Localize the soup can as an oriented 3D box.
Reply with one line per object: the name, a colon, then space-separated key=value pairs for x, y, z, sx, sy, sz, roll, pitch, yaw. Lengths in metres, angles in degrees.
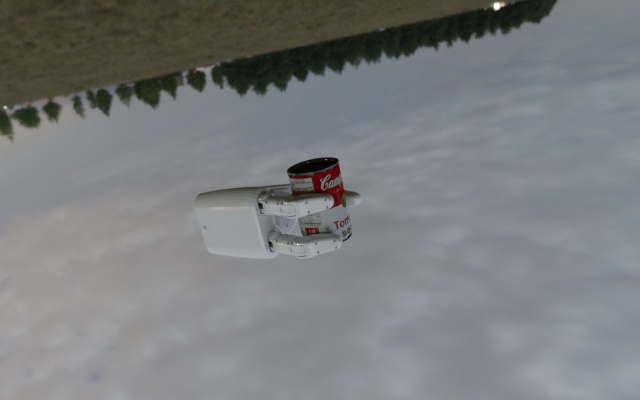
soup can: x=0.001 y=0.002 z=0.622 sx=0.068 sy=0.102 sz=0.068 roll=-11 pitch=18 yaw=4
